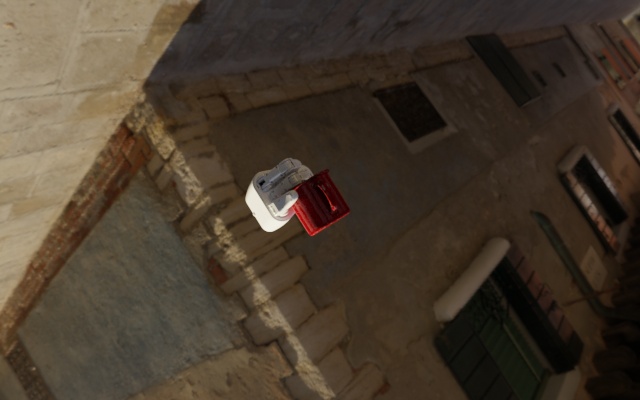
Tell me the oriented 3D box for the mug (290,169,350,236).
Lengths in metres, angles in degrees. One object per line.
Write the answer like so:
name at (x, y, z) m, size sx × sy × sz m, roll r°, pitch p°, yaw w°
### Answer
mug at (0.001, 0.002, 0.793) m, size 0.093 × 0.081 × 0.117 m, roll -31°, pitch -4°, yaw -23°
